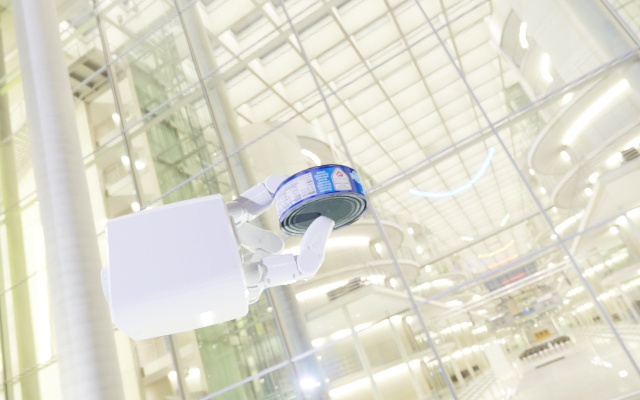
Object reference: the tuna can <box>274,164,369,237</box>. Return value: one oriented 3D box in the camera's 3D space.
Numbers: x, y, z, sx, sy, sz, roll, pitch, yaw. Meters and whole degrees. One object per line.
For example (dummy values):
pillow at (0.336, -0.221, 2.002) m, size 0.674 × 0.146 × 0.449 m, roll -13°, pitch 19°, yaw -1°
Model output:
tuna can at (0.000, 0.001, 0.448) m, size 0.086 × 0.033 × 0.086 m, roll -13°, pitch -25°, yaw -6°
